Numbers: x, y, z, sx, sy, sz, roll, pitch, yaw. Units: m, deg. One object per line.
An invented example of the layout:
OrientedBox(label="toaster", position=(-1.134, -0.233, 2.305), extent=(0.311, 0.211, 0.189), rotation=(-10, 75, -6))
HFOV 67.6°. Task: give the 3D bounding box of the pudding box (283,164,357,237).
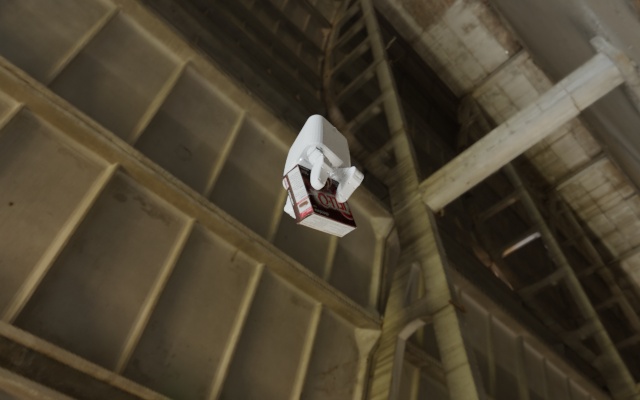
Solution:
OrientedBox(label="pudding box", position=(0.000, 0.002, 0.738), extent=(0.039, 0.090, 0.113), rotation=(-37, -34, 27))
